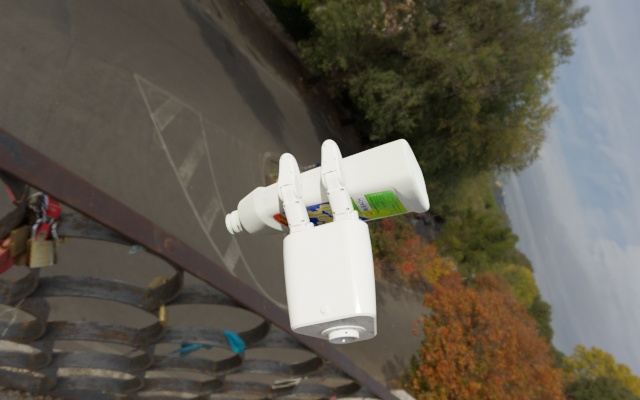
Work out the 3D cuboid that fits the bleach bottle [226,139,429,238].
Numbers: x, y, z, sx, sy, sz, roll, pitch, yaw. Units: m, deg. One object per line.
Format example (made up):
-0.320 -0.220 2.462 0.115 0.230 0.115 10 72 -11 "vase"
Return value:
0.000 0.002 0.600 0.251 0.068 0.103 -16 -31 18 "bleach bottle"
